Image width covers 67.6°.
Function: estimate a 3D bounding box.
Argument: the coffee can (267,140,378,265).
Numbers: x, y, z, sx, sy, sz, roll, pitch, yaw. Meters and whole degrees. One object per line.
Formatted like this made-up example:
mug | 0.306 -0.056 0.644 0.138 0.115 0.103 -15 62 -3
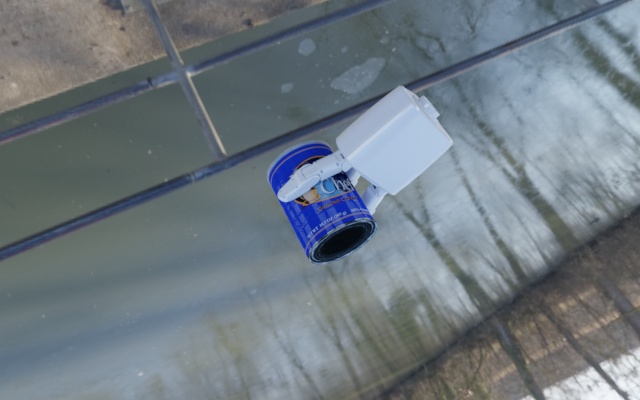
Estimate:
coffee can | 0.000 0.002 0.656 0.103 0.140 0.103 -23 -28 -13
